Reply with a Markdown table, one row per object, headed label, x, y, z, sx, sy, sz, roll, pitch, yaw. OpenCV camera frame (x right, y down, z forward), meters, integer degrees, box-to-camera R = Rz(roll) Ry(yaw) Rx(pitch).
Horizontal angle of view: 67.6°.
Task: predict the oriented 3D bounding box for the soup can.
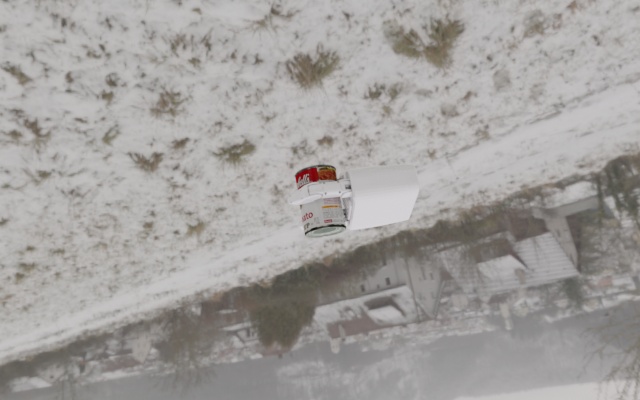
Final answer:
| label | x | y | z | sx | sy | sz | roll | pitch | yaw |
| --- | --- | --- | --- | --- | --- | --- | --- | --- | --- |
| soup can | 0.000 | 0.003 | 0.761 | 0.068 | 0.102 | 0.068 | -9 | -16 | -3 |
